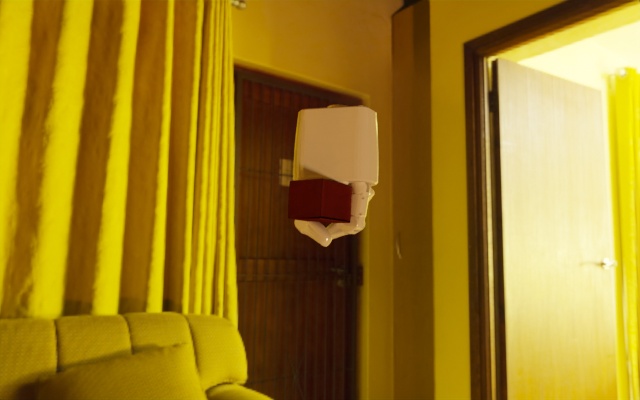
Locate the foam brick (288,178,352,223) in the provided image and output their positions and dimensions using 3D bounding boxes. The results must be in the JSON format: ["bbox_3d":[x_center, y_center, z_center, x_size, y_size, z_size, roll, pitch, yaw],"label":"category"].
[{"bbox_3d":[0.000,0.002,0.634,0.053,0.051,0.078,-1,-7,33],"label":"foam brick"}]
